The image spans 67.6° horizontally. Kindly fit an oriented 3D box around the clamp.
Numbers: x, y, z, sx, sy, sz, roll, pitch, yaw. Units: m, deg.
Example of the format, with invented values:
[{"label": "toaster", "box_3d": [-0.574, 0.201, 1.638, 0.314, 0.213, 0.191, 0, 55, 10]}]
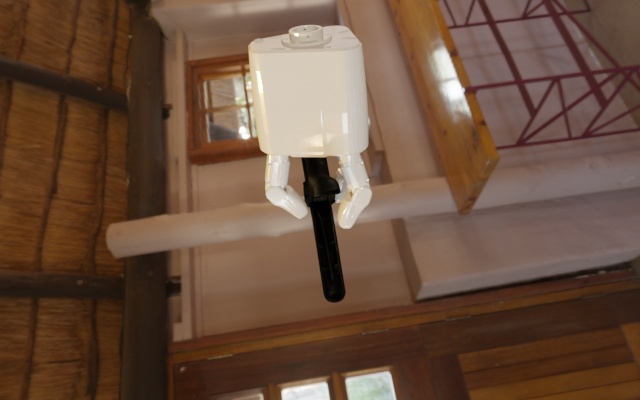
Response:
[{"label": "clamp", "box_3d": [-0.001, 0.001, 0.558, 0.036, 0.165, 0.209, -7, 33, -4]}]
